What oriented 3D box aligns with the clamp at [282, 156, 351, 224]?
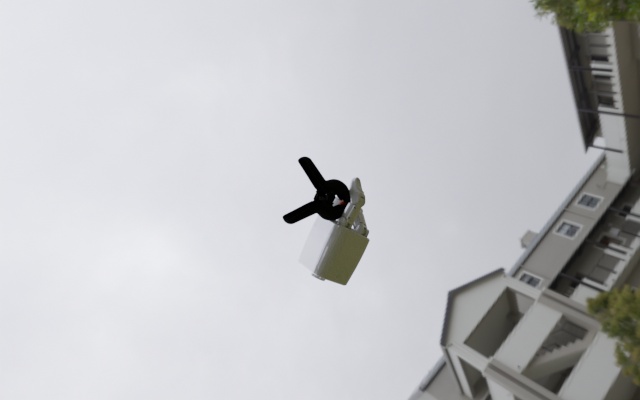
[{"bbox_3d":[0.000,0.003,0.880,0.171,0.120,0.039,27,-2,-44],"label":"clamp"}]
